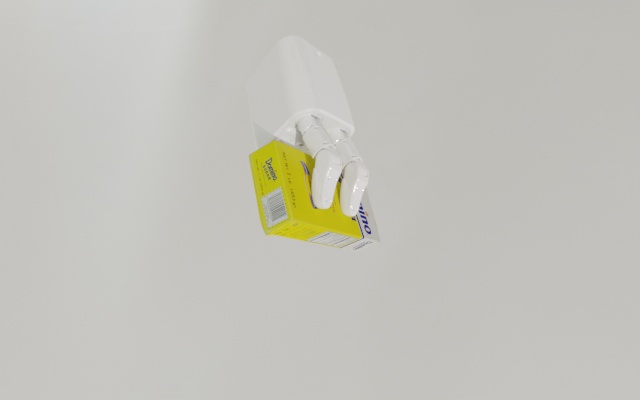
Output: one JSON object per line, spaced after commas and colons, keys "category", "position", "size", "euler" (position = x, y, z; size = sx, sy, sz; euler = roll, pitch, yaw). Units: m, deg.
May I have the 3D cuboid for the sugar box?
{"category": "sugar box", "position": [0.000, 0.001, 0.543], "size": [0.048, 0.093, 0.176], "euler": [-26, -24, 32]}
